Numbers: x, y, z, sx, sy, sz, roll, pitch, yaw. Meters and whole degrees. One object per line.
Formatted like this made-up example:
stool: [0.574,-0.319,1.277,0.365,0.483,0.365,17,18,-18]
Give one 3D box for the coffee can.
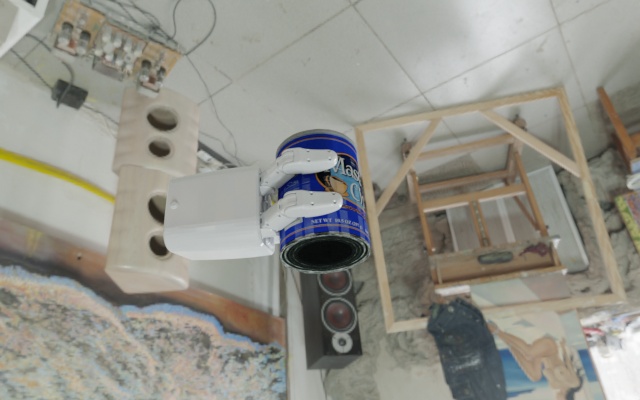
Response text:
coffee can: [0.000,0.002,0.565,0.103,0.140,0.103,-4,-31,-2]
